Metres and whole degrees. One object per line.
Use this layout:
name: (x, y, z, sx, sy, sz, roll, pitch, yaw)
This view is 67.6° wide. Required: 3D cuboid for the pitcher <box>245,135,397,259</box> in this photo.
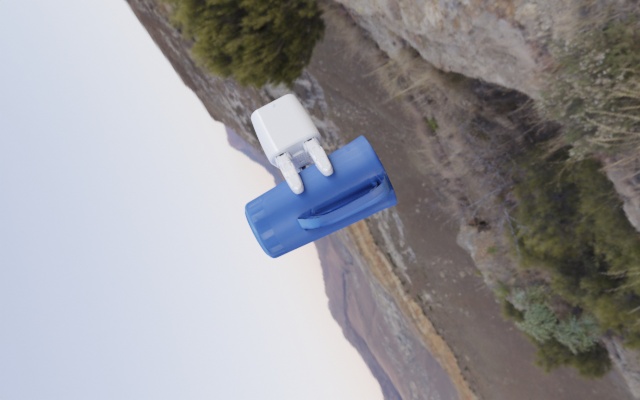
pitcher: (0.000, 0.003, 0.808, 0.243, 0.145, 0.149, -28, -25, 0)
